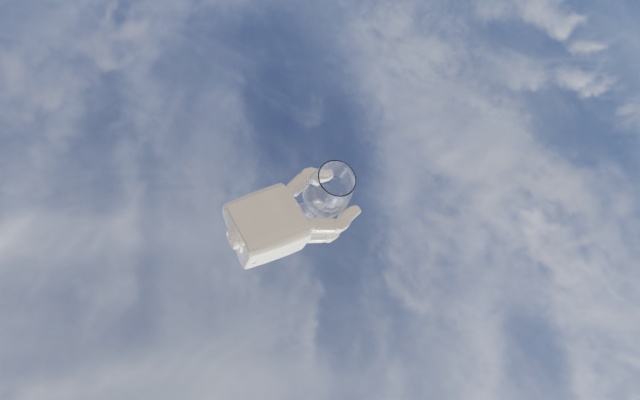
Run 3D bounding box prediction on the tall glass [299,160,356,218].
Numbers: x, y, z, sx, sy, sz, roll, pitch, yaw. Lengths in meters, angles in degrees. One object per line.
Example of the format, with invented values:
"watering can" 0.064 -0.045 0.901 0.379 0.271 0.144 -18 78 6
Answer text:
"tall glass" 0.000 0.003 0.815 0.079 0.079 0.201 0 -22 -16
